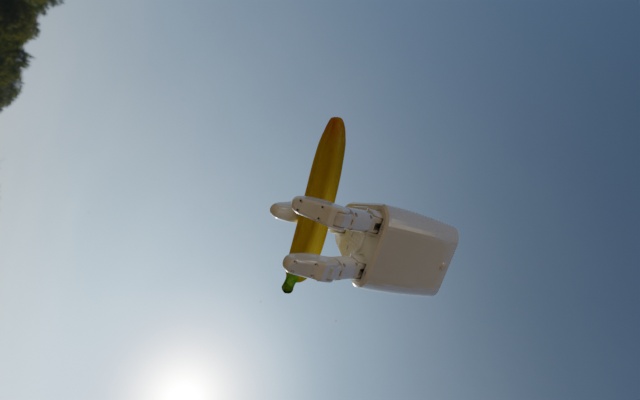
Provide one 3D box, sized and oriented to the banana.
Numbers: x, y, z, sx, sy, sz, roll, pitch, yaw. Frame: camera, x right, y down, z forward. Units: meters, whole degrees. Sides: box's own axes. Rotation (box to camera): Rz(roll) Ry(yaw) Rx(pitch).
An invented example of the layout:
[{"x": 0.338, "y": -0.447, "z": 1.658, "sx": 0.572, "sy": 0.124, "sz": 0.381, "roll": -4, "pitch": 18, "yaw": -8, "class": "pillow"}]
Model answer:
[{"x": -0.003, "y": 0.007, "z": 0.536, "sx": 0.037, "sy": 0.197, "sz": 0.069, "roll": 15, "pitch": -8, "yaw": -4, "class": "banana"}]
